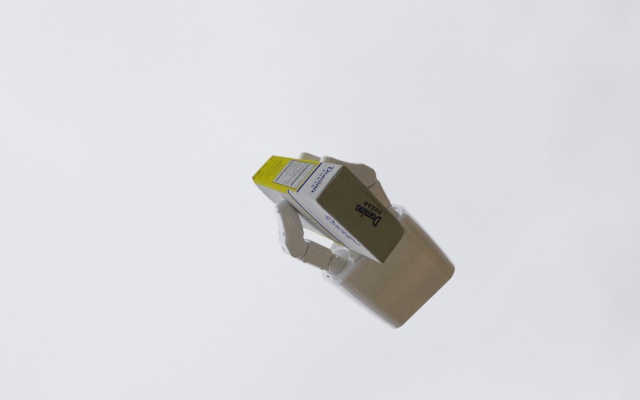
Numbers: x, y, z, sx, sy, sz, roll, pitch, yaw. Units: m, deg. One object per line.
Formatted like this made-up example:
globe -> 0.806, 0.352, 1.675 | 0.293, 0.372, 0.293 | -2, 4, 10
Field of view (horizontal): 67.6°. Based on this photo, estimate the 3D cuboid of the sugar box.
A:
sugar box -> 0.000, 0.001, 0.482 | 0.093, 0.048, 0.176 | 44, -14, -25
